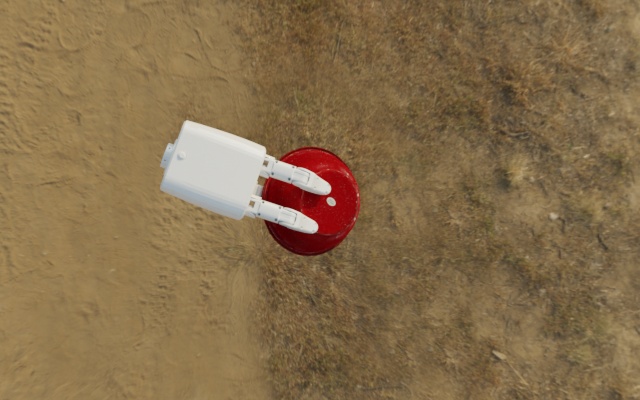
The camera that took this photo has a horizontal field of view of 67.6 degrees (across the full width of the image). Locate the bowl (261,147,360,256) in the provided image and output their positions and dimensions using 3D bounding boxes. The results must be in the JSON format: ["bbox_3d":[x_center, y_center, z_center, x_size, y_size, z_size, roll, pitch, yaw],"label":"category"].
[{"bbox_3d":[0.001,0.002,0.681,0.162,0.162,0.055,0,2,-29],"label":"bowl"}]
